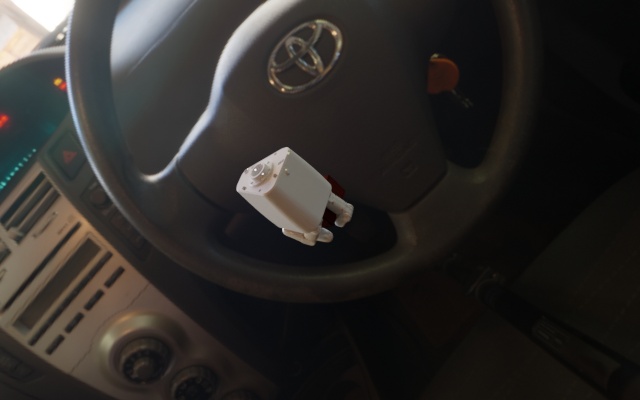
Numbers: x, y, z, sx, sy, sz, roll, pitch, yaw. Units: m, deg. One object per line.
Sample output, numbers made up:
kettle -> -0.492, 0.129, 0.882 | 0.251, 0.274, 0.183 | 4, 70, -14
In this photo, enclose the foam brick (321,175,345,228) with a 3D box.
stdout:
foam brick -> 0.000, 0.003, 0.830 | 0.053, 0.078, 0.051 | -12, -42, 41
